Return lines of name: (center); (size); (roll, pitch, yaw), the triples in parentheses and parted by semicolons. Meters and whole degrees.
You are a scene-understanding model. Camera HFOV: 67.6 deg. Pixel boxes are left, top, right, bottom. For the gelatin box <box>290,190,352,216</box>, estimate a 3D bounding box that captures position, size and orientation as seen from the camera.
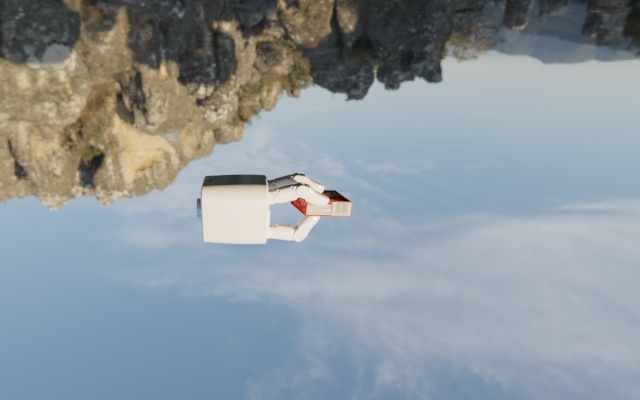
gelatin box: (0.000, 0.003, 0.841); (0.089, 0.030, 0.073); (1, 17, -23)
